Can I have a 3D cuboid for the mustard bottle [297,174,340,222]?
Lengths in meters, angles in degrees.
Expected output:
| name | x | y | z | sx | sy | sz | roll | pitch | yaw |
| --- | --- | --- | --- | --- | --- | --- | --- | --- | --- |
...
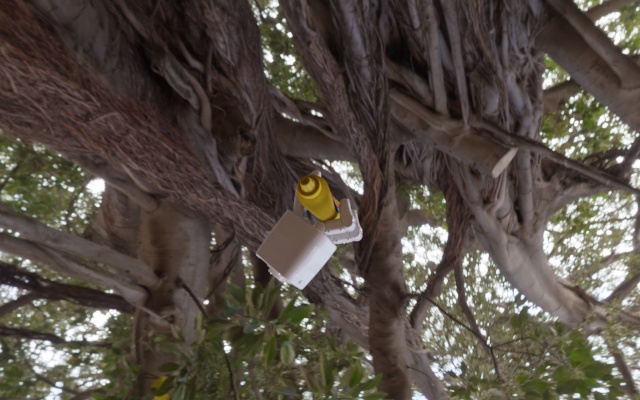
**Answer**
| name | x | y | z | sx | sy | sz | roll | pitch | yaw |
| --- | --- | --- | --- | --- | --- | --- | --- | --- | --- |
| mustard bottle | 0.000 | 0.003 | 0.890 | 0.058 | 0.096 | 0.192 | -30 | -28 | 4 |
